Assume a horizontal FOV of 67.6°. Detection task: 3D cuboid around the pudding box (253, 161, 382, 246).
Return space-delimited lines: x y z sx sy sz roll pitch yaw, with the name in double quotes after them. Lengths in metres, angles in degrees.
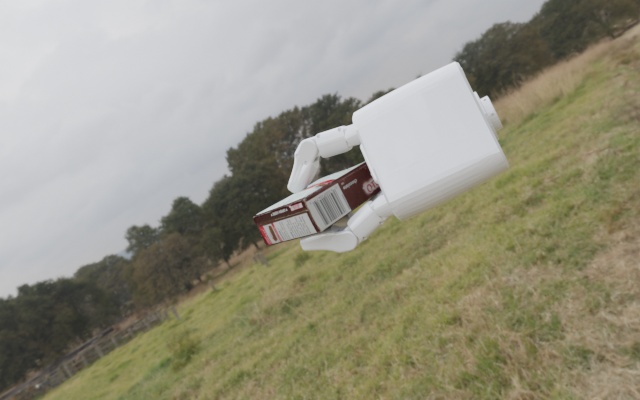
0.000 0.001 0.494 0.113 0.039 0.090 -30 7 -42 "pudding box"
